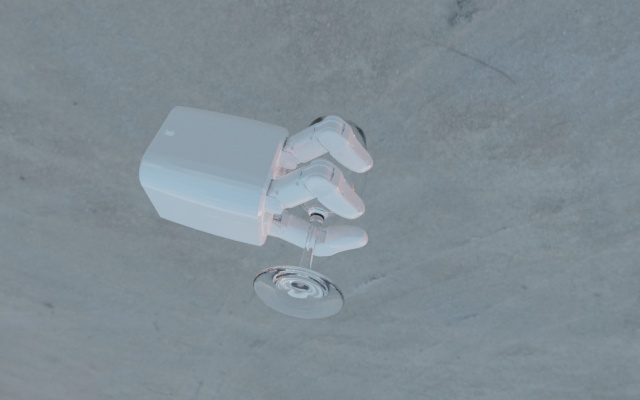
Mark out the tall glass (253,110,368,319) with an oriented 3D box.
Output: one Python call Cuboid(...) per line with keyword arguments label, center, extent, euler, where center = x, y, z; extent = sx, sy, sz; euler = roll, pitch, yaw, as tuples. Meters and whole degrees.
Cuboid(label="tall glass", center=(0.000, 0.002, 0.442), extent=(0.079, 0.201, 0.079), euler=(8, -41, 7))
